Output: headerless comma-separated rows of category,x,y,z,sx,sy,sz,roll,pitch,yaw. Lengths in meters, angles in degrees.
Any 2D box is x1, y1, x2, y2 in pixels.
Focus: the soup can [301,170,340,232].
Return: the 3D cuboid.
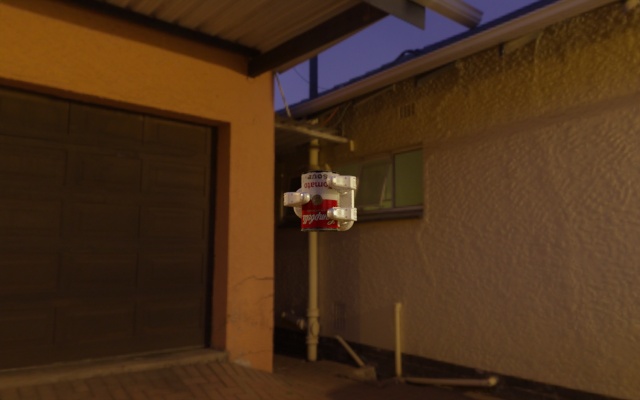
soup can,0.000,0.002,0.836,0.068,0.102,0.068,0,-7,0
